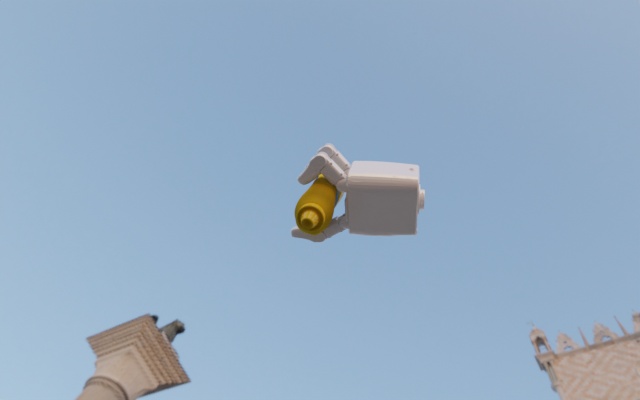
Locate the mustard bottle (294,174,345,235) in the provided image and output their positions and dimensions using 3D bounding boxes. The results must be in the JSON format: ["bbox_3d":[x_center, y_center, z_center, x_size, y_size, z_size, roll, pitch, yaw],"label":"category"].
[{"bbox_3d":[0.000,0.002,0.758,0.058,0.096,0.191,26,22,2],"label":"mustard bottle"}]
